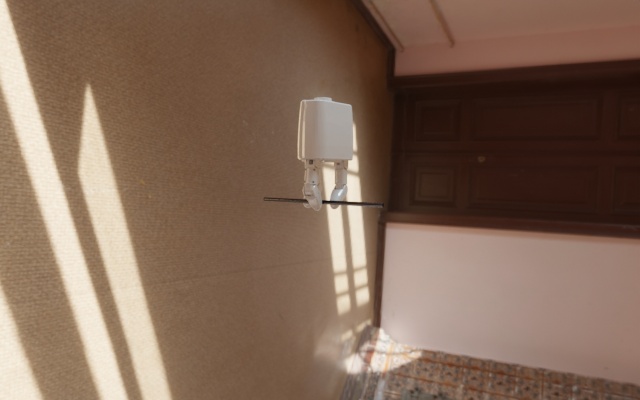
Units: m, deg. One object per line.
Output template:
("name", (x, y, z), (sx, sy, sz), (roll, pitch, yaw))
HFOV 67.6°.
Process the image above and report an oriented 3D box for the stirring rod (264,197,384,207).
("stirring rod", (0.000, 0.003, 0.888), (0.239, 0.011, 0.011), (3, 1, 24))
